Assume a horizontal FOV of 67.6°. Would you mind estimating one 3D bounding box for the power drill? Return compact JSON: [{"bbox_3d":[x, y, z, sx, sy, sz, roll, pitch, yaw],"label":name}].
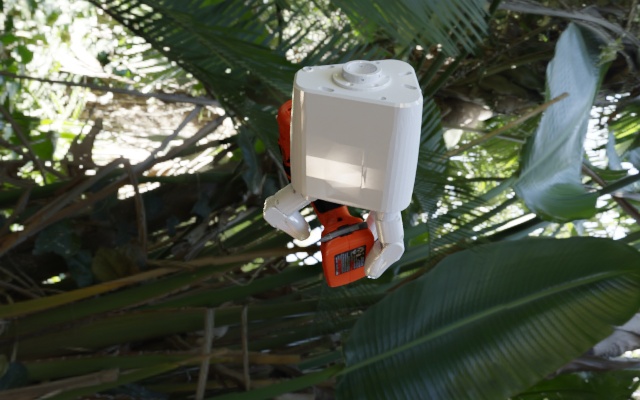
[{"bbox_3d":[0.000,0.002,0.560,0.057,0.187,0.185,-21,-30,-7],"label":"power drill"}]
